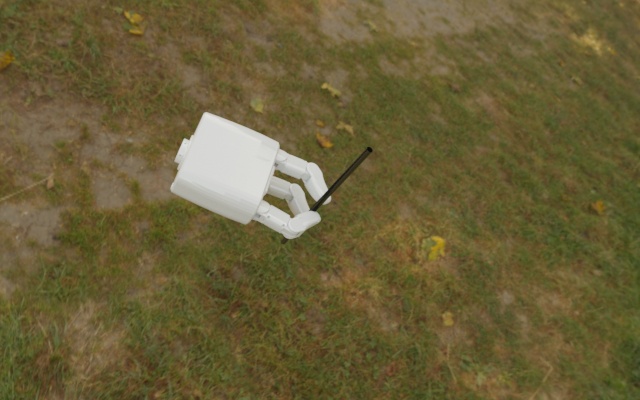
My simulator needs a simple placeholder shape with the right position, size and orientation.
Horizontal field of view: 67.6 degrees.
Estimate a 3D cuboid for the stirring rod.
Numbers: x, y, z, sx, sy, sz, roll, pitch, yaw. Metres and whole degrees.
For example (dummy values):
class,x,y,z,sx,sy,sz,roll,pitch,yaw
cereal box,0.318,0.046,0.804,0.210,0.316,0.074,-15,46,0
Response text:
class,x,y,z,sx,sy,sz,roll,pitch,yaw
stirring rod,0.000,0.002,0.638,0.011,0.011,0.240,0,-30,-33
